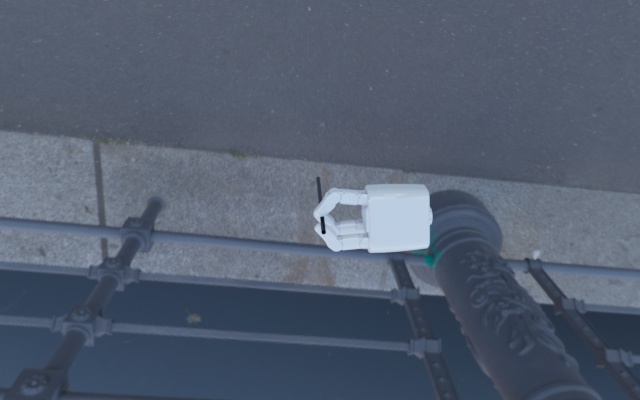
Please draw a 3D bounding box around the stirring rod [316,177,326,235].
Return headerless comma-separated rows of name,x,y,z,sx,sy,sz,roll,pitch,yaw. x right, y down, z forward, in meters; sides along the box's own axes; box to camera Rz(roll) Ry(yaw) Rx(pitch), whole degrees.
stirring rod,0.000,0.003,0.893,0.011,0.011,0.239,0,24,-3
